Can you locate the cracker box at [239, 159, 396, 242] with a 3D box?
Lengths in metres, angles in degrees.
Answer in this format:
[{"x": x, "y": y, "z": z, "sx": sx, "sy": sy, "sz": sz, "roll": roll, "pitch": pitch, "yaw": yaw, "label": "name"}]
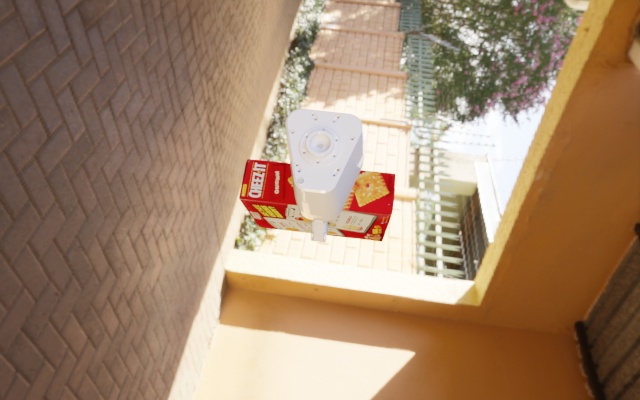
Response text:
[{"x": 0.000, "y": 0.003, "z": 0.736, "sx": 0.213, "sy": 0.072, "sz": 0.164, "roll": 7, "pitch": -17, "yaw": 5, "label": "cracker box"}]
